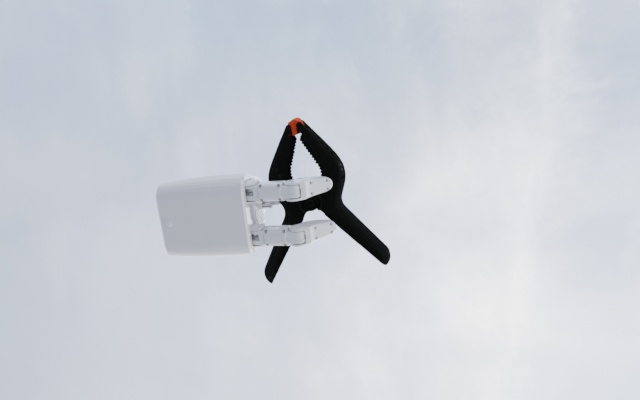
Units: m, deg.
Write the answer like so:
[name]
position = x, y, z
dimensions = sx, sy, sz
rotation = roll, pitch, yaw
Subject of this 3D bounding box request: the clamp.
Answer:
[clamp]
position = 0.000, 0.001, 0.593
dimensions = 0.164, 0.210, 0.036
rotation = -4, 16, 5
